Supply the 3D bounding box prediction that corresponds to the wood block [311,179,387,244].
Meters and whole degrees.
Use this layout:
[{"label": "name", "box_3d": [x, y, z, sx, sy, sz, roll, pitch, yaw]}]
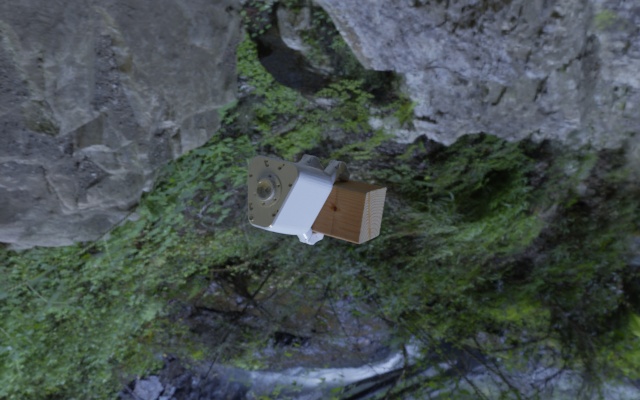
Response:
[{"label": "wood block", "box_3d": [0.000, 0.003, 0.853, 0.206, 0.091, 0.090, 14, 13, 27]}]
